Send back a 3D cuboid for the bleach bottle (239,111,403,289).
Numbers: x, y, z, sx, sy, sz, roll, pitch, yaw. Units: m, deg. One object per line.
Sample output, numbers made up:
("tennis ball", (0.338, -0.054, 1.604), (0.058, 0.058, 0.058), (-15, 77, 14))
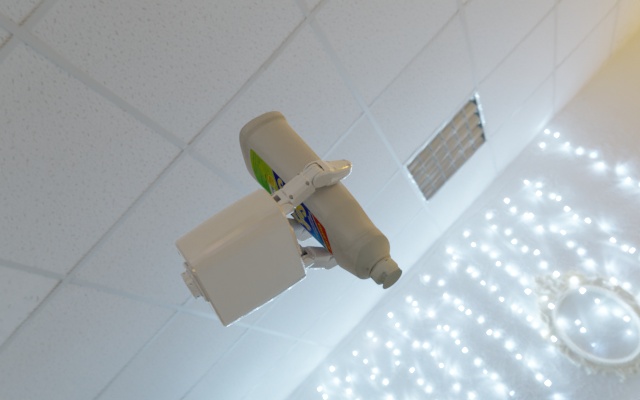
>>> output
("bleach bottle", (0.000, 0.002, 0.557), (0.068, 0.103, 0.250), (-32, 55, -20))
